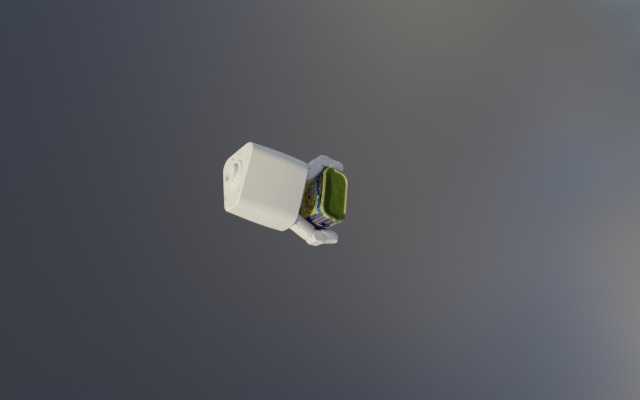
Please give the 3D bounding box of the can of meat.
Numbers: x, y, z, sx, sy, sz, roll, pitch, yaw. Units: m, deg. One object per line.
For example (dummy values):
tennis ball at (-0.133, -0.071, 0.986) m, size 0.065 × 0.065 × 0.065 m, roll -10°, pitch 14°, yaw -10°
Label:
can of meat at (0.000, 0.003, 0.824) m, size 0.057 × 0.102 × 0.084 m, roll 23°, pitch -34°, yaw -31°
